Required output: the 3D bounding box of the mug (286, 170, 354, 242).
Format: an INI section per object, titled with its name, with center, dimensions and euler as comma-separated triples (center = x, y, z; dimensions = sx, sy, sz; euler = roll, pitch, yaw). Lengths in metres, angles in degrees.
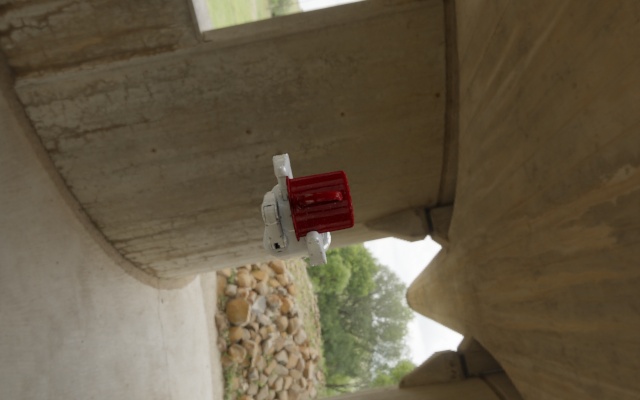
[mug]
center = 0.000, 0.002, 0.648
dimensions = 0.081, 0.093, 0.117
euler = -10, -10, 0
